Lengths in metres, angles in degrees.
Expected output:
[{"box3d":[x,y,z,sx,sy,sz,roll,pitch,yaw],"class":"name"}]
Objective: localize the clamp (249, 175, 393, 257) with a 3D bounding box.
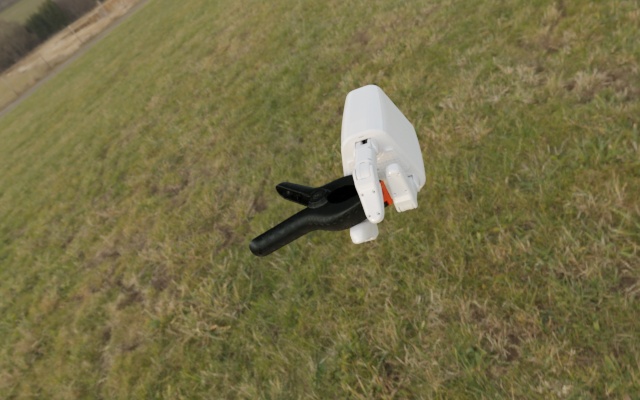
[{"box3d":[0.000,0.001,0.565,0.171,0.120,0.039,-16,-49,19],"class":"clamp"}]
